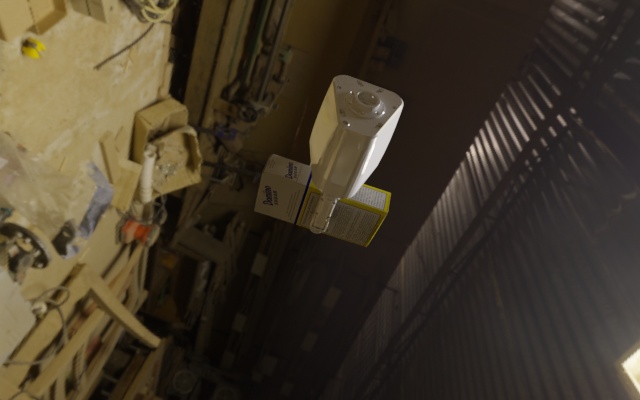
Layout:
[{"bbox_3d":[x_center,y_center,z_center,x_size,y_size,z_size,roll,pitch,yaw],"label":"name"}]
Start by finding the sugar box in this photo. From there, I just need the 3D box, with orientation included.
[{"bbox_3d":[0.000,0.002,0.677,0.176,0.048,0.093,21,-40,-1],"label":"sugar box"}]
